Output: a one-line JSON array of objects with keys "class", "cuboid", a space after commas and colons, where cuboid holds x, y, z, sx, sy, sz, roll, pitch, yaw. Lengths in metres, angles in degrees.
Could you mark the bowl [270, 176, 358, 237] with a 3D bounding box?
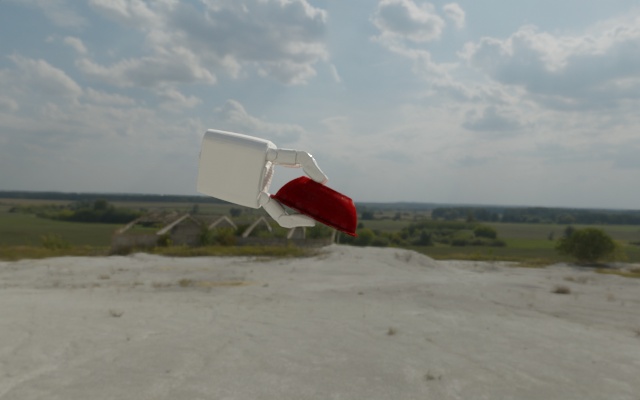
[{"class": "bowl", "cuboid": [0.002, 0.003, 0.794, 0.162, 0.055, 0.162, 26, 1, 0]}]
